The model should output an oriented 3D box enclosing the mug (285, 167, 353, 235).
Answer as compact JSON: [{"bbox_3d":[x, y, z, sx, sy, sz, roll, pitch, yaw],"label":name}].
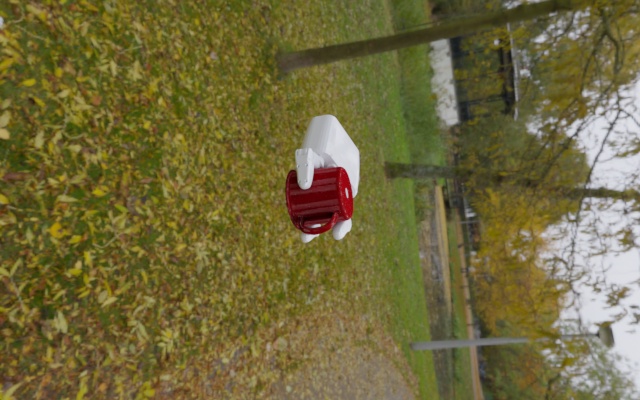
[{"bbox_3d":[0.000,0.003,0.707,0.081,0.093,0.117,-8,42,16],"label":"mug"}]
